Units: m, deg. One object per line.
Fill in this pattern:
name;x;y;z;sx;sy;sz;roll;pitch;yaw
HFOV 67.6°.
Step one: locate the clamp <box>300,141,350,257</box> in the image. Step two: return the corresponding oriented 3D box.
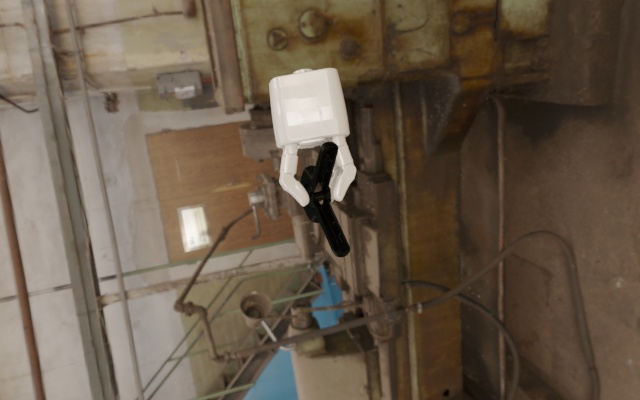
clamp;-0.001;0.002;0.755;0.036;0.164;0.210;-8;0;-15
